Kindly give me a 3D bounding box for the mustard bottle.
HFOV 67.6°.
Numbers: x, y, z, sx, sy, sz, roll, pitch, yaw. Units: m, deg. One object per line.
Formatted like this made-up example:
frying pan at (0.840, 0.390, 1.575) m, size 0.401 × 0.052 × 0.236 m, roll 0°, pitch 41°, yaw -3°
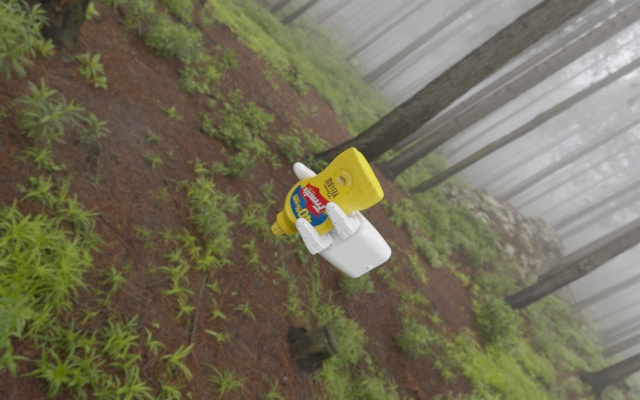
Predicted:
mustard bottle at (0.000, 0.002, 0.780) m, size 0.191 × 0.096 × 0.058 m, roll -32°, pitch -22°, yaw 15°
